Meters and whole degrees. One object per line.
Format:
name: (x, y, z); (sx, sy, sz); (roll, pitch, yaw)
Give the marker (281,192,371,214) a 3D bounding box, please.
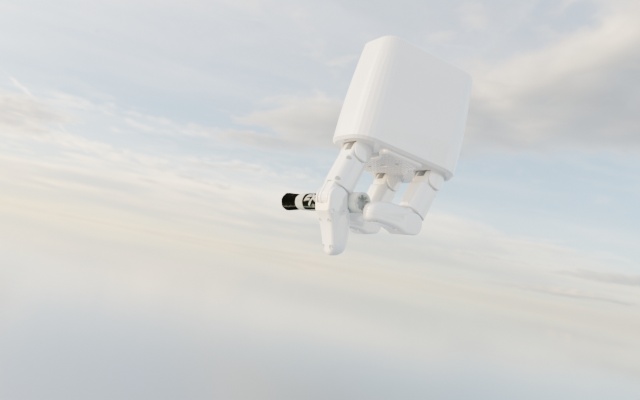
marker: (0.000, 0.002, 0.458); (0.020, 0.020, 0.121); (0, 0, -38)
